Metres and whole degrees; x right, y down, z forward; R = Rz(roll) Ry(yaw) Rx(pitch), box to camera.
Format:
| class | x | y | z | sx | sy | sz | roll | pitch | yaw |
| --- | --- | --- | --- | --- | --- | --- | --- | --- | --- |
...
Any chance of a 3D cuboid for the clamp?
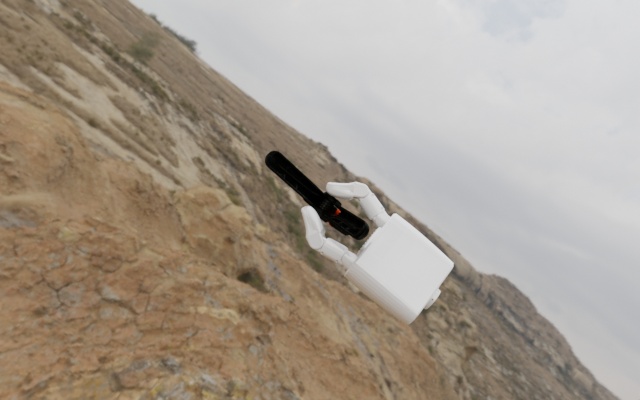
| class | x | y | z | sx | sy | sz | roll | pitch | yaw |
| --- | --- | --- | --- | --- | --- | --- | --- | --- | --- |
| clamp | 0.001 | 0.002 | 0.681 | 0.164 | 0.036 | 0.210 | 41 | -3 | 8 |
